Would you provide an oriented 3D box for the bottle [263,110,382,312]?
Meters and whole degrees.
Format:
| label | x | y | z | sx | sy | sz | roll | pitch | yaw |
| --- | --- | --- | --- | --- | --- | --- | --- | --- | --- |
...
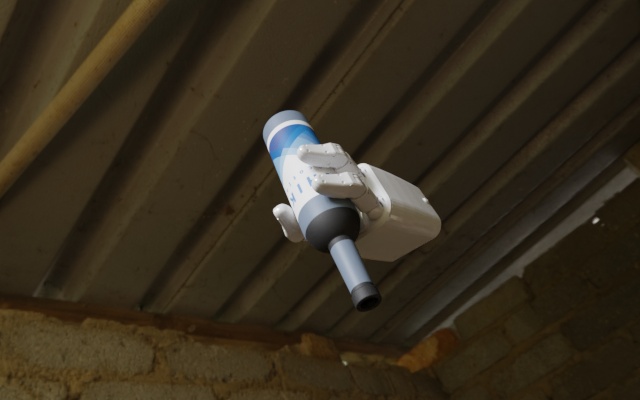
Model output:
| label | x | y | z | sx | sy | sz | roll | pitch | yaw |
| --- | --- | --- | --- | --- | --- | --- | --- | --- | --- |
| bottle | 0.000 | 0.002 | 0.560 | 0.069 | 0.069 | 0.295 | 0 | 42 | -26 |
